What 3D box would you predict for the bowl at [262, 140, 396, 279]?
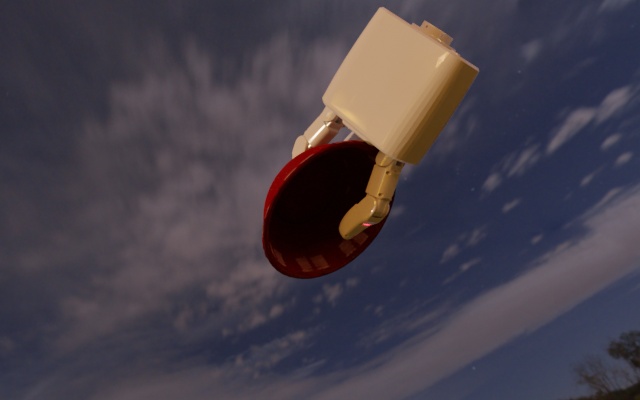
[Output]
[{"bbox_3d":[-0.001,0.002,0.501,0.162,0.162,0.055,0,29,-38],"label":"bowl"}]
